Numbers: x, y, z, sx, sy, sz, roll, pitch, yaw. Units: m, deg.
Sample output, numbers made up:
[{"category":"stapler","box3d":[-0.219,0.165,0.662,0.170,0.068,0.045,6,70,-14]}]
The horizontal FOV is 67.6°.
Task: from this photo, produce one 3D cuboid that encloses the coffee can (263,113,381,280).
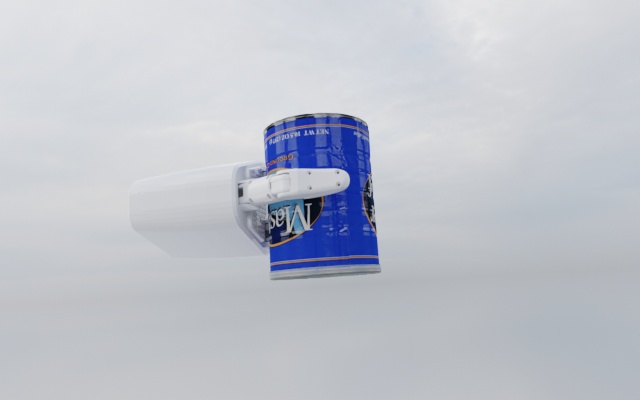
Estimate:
[{"category":"coffee can","box3d":[0.000,0.002,0.451,0.103,0.140,0.103,-4,-10,-1]}]
